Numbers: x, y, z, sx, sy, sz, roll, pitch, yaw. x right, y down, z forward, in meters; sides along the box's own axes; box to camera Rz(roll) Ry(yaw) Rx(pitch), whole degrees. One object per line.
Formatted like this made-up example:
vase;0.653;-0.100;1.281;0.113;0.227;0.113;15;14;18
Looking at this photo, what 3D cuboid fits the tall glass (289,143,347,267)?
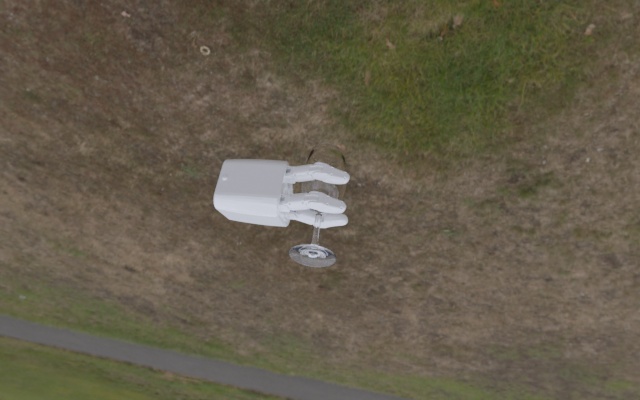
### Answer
tall glass;0.000;0.003;0.785;0.079;0.201;0.079;6;-31;4
